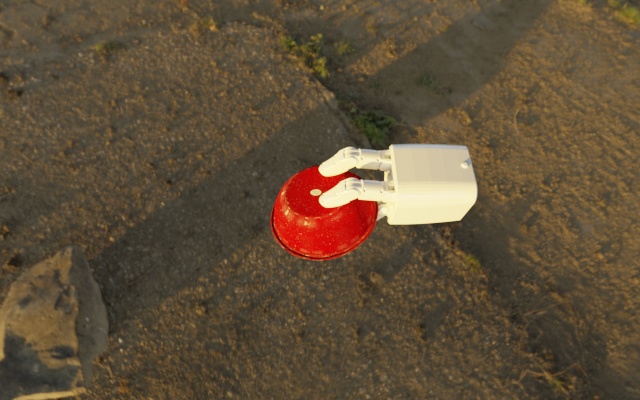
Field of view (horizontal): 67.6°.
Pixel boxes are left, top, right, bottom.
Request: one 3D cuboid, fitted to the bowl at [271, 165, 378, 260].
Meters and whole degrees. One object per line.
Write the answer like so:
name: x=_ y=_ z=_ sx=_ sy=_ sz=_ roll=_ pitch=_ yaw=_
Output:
bowl: x=-0.001 y=0.002 z=0.683 sx=0.162 sy=0.162 sz=0.055 roll=0 pitch=-35 yaw=14
